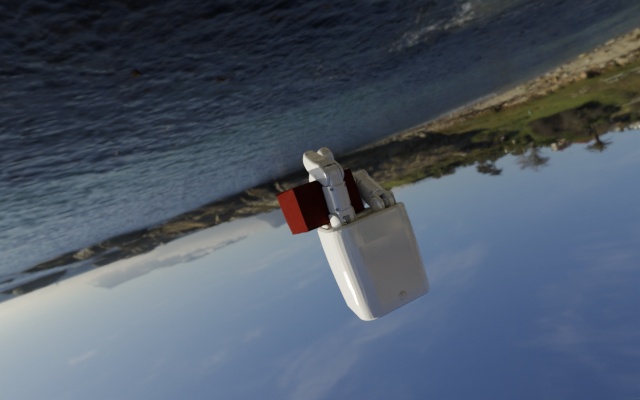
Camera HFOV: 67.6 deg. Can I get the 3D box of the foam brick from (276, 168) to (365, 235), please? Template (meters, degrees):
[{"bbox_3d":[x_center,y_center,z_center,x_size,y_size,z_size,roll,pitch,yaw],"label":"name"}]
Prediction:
[{"bbox_3d":[0.000,0.002,0.543,0.078,0.051,0.053,-20,2,-25],"label":"foam brick"}]
